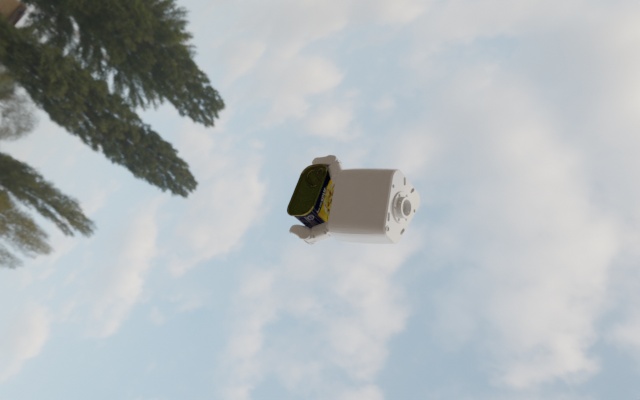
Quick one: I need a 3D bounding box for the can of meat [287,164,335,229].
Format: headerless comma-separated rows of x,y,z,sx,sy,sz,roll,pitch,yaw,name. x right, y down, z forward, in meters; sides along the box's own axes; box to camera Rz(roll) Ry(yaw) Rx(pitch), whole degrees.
0.000,0.003,0.818,0.057,0.102,0.084,-3,-34,40,can of meat
